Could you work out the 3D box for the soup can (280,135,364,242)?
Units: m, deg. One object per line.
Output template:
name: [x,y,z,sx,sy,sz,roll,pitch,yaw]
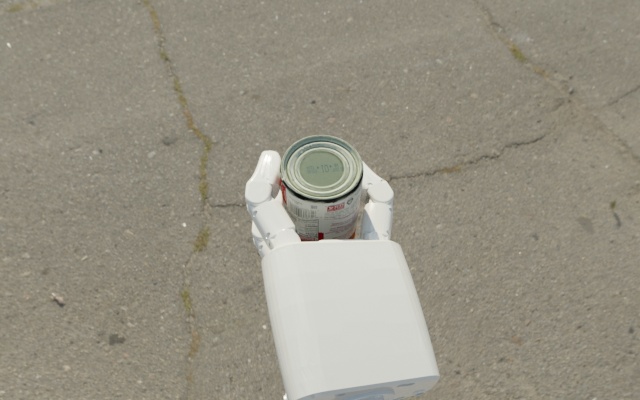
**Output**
soup can: [0.000,0.001,0.414,0.068,0.068,0.102,0,-34,-1]
